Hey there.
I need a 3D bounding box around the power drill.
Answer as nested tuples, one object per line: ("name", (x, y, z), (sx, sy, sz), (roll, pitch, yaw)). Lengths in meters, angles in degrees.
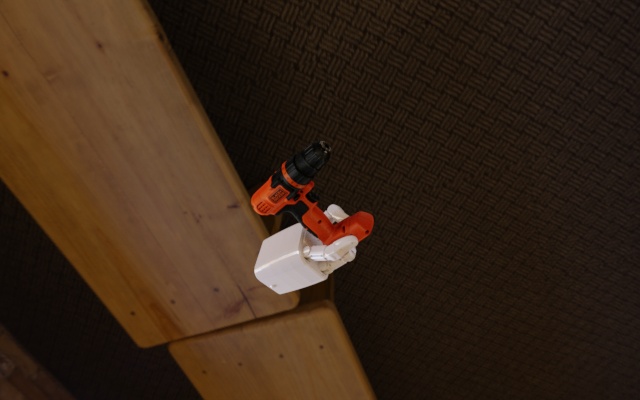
("power drill", (0.000, 0.003, 0.816), (0.188, 0.057, 0.184), (40, -53, -17))
